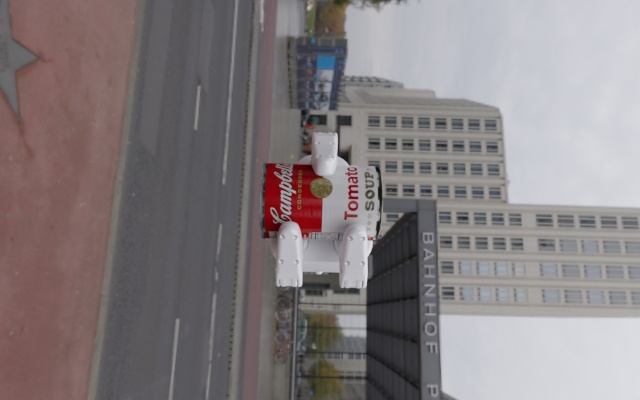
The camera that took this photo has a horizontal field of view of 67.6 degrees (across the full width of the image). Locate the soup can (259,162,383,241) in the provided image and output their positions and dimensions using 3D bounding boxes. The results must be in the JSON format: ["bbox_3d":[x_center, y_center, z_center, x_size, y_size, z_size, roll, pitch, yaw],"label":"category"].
[{"bbox_3d":[0.000,0.001,0.424,0.102,0.068,0.068,2,0,-1],"label":"soup can"}]
